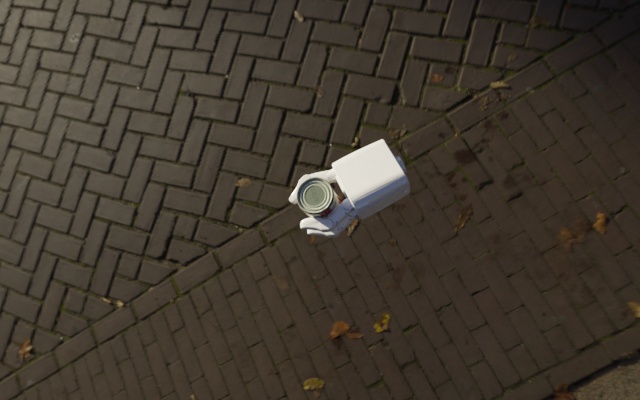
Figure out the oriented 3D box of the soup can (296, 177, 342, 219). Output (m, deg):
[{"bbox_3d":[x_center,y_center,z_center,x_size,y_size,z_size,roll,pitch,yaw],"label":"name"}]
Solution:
[{"bbox_3d":[0.000,0.003,0.865,0.068,0.068,0.102,0,-13,12],"label":"soup can"}]
